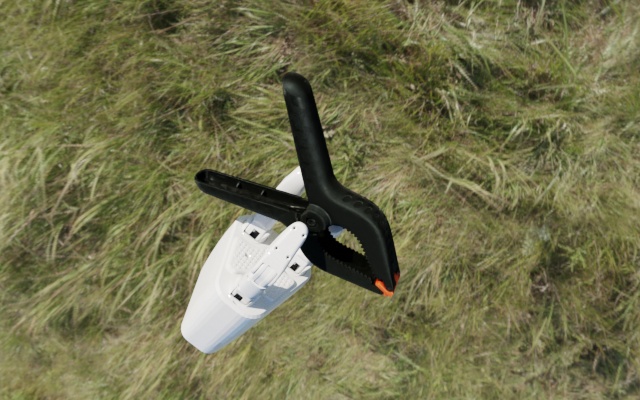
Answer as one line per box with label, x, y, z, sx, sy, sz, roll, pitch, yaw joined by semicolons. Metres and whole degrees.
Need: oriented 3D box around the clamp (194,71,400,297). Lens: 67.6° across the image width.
clamp;0.000;0.002;0.418;0.165;0.210;0.036;-46;6;42
